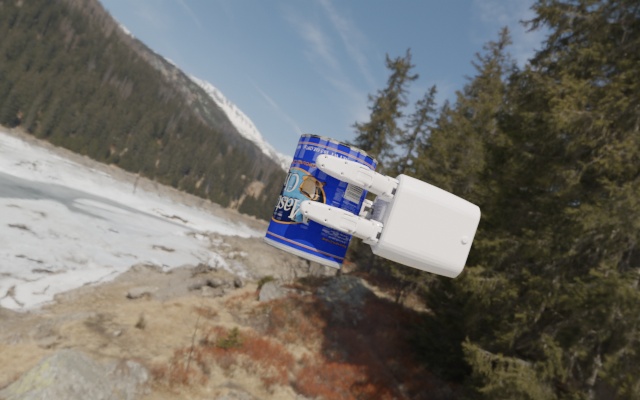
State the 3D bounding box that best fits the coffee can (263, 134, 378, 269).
[{"bbox_3d":[0.000,0.002,0.591,0.103,0.140,0.103,19,-4,1],"label":"coffee can"}]
